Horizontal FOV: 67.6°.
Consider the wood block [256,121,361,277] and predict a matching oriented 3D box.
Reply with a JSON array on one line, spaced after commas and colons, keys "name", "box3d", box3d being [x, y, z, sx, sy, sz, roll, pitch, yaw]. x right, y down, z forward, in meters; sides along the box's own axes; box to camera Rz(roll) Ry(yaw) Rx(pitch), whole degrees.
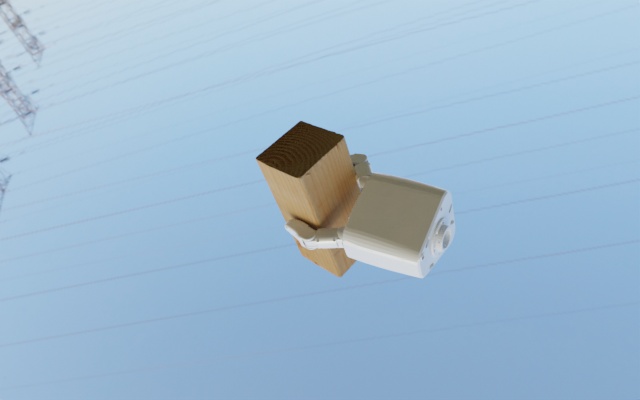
[{"name": "wood block", "box3d": [0.000, 0.003, 0.684, 0.090, 0.206, 0.090, 26, 59, 39]}]
